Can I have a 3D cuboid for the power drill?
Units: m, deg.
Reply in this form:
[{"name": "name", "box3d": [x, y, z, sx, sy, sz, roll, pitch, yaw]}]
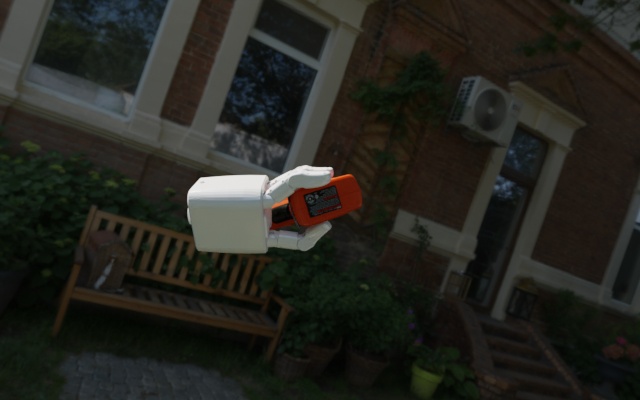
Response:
[{"name": "power drill", "box3d": [0.000, 0.003, 0.772, 0.184, 0.057, 0.187, -20, 0, -16]}]
